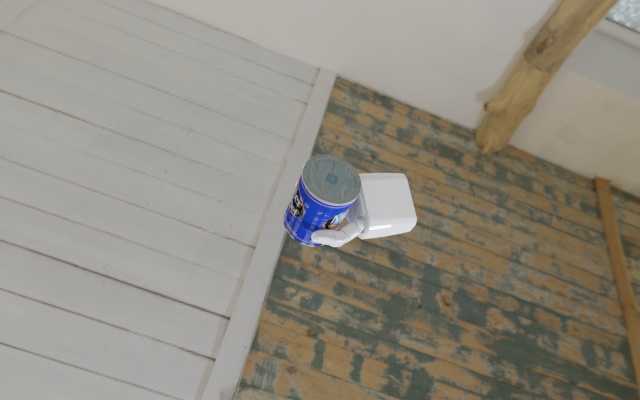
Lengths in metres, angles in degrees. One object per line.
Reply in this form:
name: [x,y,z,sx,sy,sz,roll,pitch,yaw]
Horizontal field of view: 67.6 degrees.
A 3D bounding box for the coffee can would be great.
coffee can: [0.000,0.003,0.840,0.103,0.102,0.140,0,-35,-21]
